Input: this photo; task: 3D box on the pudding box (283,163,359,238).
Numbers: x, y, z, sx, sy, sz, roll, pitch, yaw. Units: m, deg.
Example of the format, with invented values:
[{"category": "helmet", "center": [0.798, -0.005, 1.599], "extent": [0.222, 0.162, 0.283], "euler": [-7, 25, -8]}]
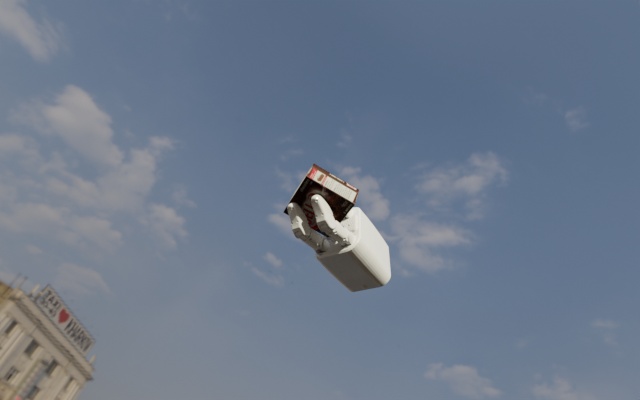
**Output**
[{"category": "pudding box", "center": [0.000, 0.002, 0.789], "extent": [0.090, 0.039, 0.113], "euler": [29, -43, -5]}]
